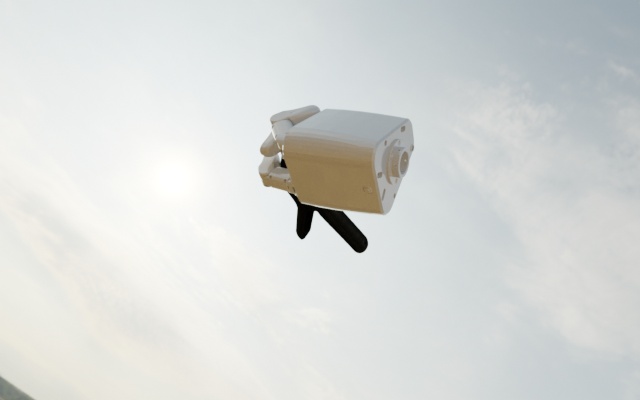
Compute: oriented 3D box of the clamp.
[{"bbox_3d":[0.000,0.001,0.622,0.120,0.172,0.039,11,49,29],"label":"clamp"}]
